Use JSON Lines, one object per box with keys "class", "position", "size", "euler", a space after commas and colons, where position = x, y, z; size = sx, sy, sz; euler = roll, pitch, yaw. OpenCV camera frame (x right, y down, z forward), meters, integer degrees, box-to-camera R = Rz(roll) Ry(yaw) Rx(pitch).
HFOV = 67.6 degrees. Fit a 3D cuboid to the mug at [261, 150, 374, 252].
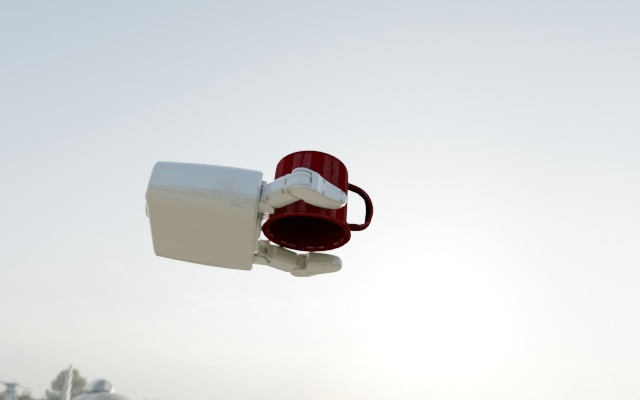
{"class": "mug", "position": [0.002, 0.002, 0.512], "size": [0.117, 0.081, 0.093], "euler": [7, -29, -5]}
